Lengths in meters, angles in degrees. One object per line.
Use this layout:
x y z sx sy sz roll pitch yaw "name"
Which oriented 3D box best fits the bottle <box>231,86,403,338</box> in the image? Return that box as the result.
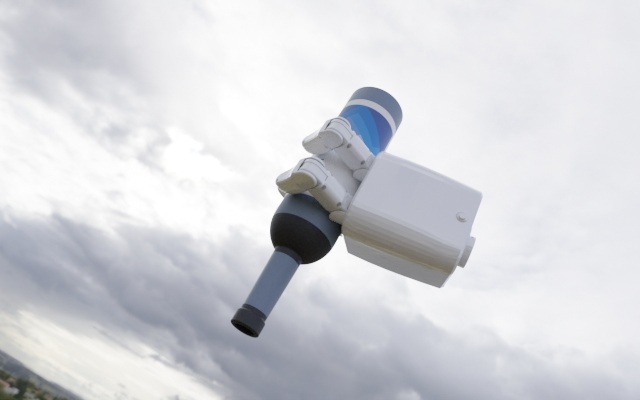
0.000 0.001 0.480 0.069 0.295 0.069 22 -32 15 "bottle"
